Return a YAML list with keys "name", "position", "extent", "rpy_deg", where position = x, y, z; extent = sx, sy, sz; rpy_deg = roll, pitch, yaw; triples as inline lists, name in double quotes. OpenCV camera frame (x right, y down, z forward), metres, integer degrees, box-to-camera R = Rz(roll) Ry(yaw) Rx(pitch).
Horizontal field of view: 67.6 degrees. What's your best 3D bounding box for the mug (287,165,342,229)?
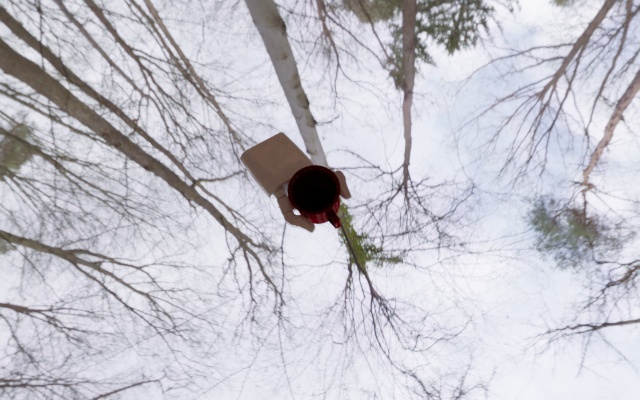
- name: "mug"
  position: [0.001, 0.004, 0.859]
  extent: [0.093, 0.117, 0.081]
  rpy_deg: [-38, -19, -7]
